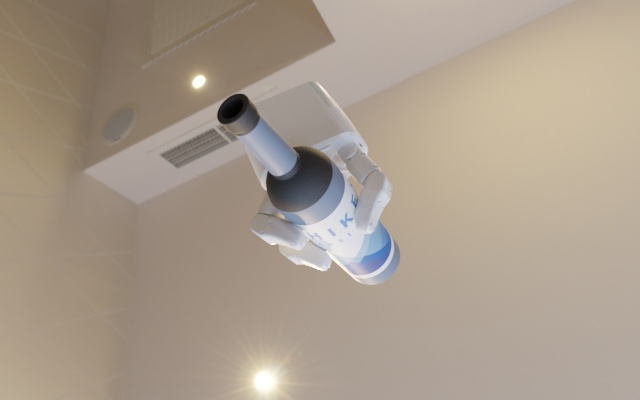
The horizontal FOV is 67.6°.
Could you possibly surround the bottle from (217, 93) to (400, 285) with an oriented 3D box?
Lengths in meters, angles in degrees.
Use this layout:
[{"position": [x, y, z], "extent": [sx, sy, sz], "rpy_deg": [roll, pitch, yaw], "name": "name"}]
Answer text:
[{"position": [0.000, 0.002, 0.456], "extent": [0.069, 0.069, 0.296], "rpy_deg": [0, -27, 29], "name": "bottle"}]
